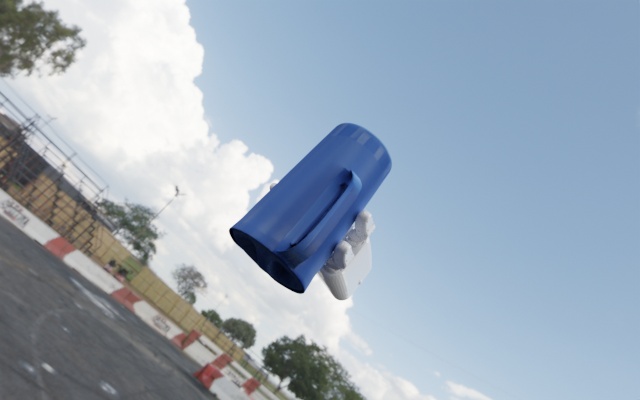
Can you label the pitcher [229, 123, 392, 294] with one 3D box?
[{"bbox_3d":[0.000,0.002,0.678,0.149,0.242,0.145,28,-24,29],"label":"pitcher"}]
